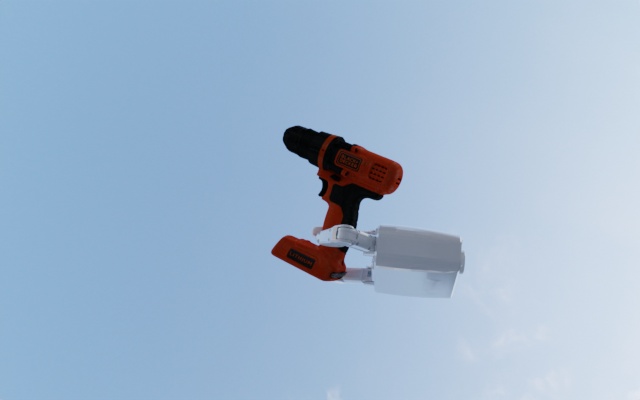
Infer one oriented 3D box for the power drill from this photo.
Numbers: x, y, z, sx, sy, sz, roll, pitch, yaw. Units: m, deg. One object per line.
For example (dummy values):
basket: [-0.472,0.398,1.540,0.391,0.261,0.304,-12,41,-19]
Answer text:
power drill: [0.000,0.003,0.659,0.184,0.187,0.057,25,8,25]
